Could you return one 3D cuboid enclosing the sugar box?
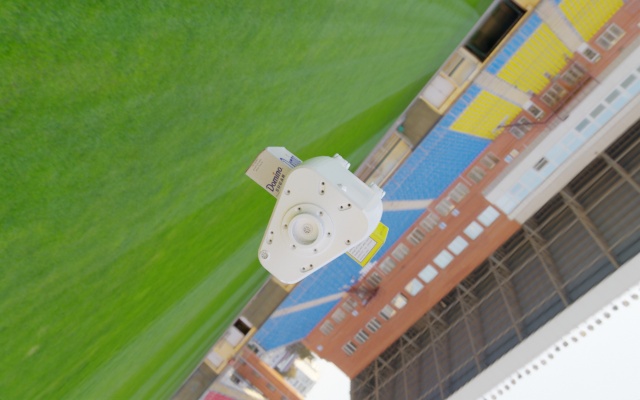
[{"bbox_3d":[0.000,0.002,0.583,0.176,0.048,0.093,40,12,3],"label":"sugar box"}]
